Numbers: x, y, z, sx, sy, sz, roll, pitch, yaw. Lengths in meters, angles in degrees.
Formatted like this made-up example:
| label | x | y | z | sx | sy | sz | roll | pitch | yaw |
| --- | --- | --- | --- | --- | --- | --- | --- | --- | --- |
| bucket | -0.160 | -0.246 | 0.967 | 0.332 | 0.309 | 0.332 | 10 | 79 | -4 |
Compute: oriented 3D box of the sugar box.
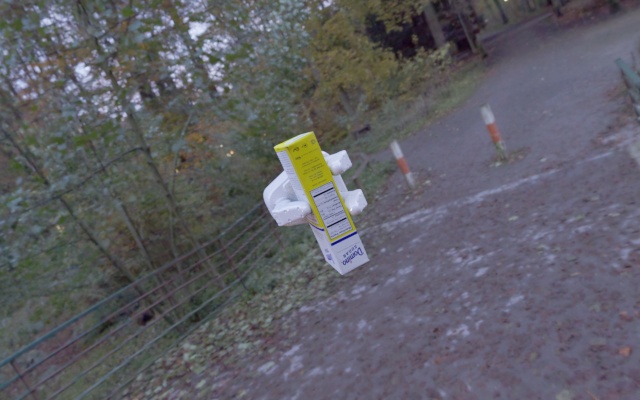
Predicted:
| label | x | y | z | sx | sy | sz | roll | pitch | yaw |
| --- | --- | --- | --- | --- | --- | --- | --- | --- | --- |
| sugar box | 0.001 | 0.002 | 0.616 | 0.048 | 0.176 | 0.093 | -28 | 11 | -9 |
